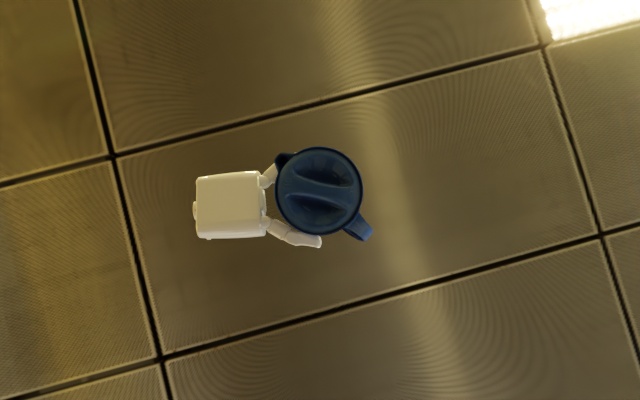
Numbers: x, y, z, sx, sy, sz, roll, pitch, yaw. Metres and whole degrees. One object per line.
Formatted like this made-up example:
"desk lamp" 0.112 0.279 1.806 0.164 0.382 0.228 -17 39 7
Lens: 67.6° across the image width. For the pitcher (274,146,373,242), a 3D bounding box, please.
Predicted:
"pitcher" 0.000 0.003 0.818 0.145 0.149 0.243 -6 -5 -3
